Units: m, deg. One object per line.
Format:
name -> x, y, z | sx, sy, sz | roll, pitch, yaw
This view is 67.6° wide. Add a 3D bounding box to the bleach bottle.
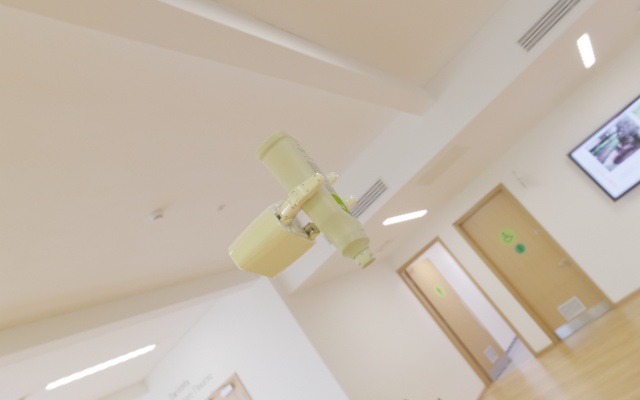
bleach bottle -> 0.000, 0.002, 0.773 | 0.068, 0.250, 0.102 | -42, -19, 13
